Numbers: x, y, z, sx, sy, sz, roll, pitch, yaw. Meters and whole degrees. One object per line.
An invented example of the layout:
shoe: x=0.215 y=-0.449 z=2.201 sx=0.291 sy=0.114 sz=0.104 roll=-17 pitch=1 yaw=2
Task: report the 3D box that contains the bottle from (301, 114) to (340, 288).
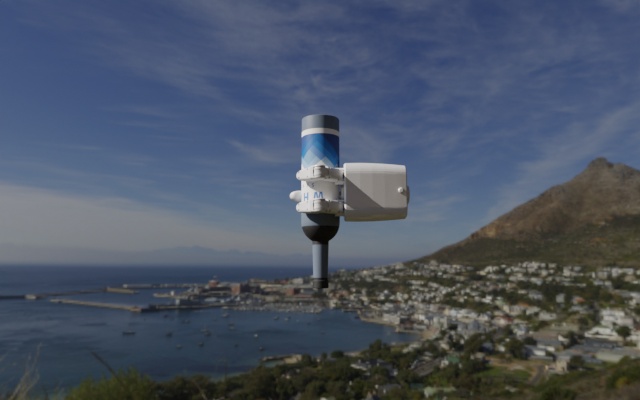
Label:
bottle: x=0.000 y=0.002 z=0.829 sx=0.069 sy=0.295 sz=0.069 roll=0 pitch=-8 yaw=0
